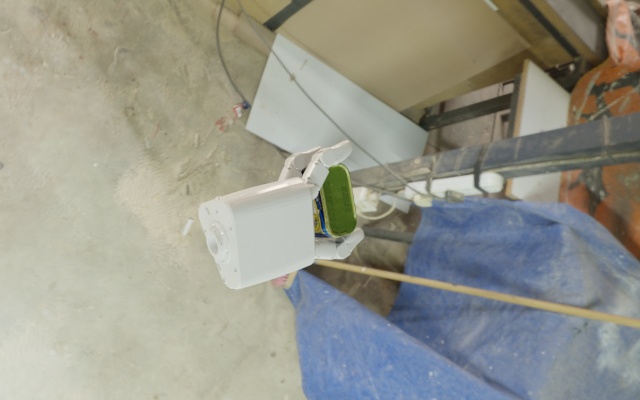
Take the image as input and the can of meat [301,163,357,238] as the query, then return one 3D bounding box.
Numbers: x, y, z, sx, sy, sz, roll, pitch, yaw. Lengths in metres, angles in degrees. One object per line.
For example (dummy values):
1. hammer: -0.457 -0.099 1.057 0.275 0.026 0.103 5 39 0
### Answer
1. can of meat: 0.000 0.002 0.648 0.057 0.102 0.084 -12 2 -36
